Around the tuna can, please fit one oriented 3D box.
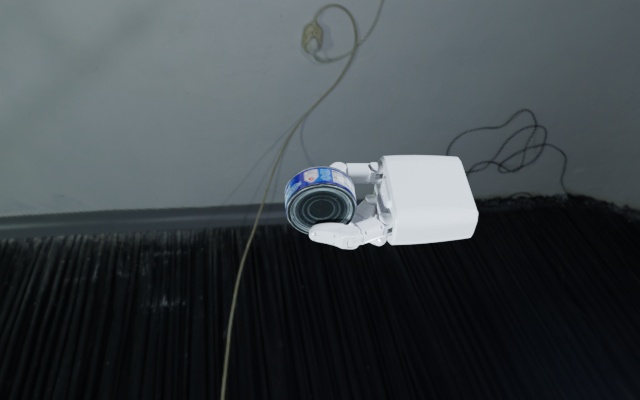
[{"bbox_3d":[0.000,0.002,0.570,0.086,0.086,0.033,0,42,-5],"label":"tuna can"}]
